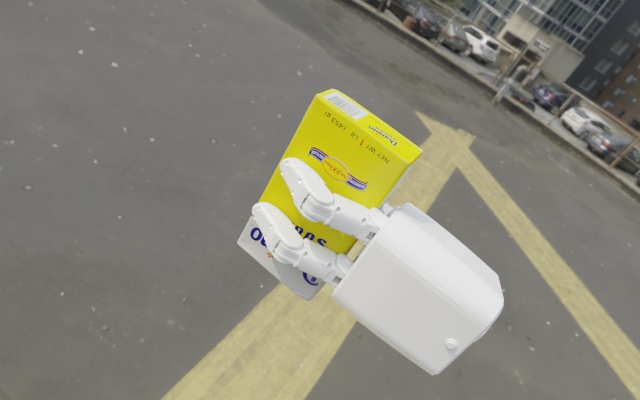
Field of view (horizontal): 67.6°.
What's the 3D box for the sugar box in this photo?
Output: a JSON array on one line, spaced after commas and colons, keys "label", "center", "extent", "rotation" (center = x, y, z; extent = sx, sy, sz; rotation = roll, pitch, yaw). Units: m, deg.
[{"label": "sugar box", "center": [0.000, 0.002, 0.420], "extent": [0.093, 0.176, 0.048], "rotation": [38, 31, 10]}]
